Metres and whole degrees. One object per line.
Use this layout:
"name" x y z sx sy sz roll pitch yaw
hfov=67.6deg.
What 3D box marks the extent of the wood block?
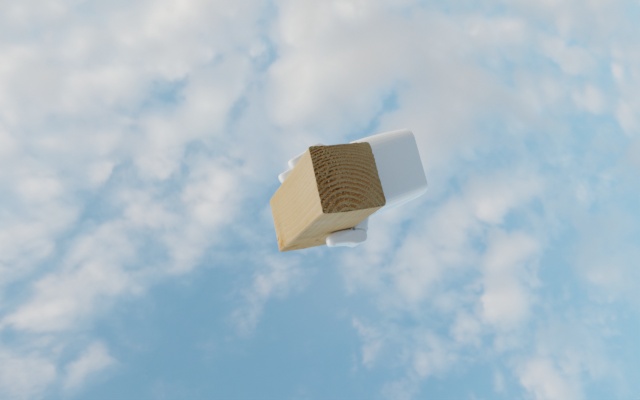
"wood block" 0.001 0.003 0.685 0.090 0.090 0.206 -7 -16 -22
